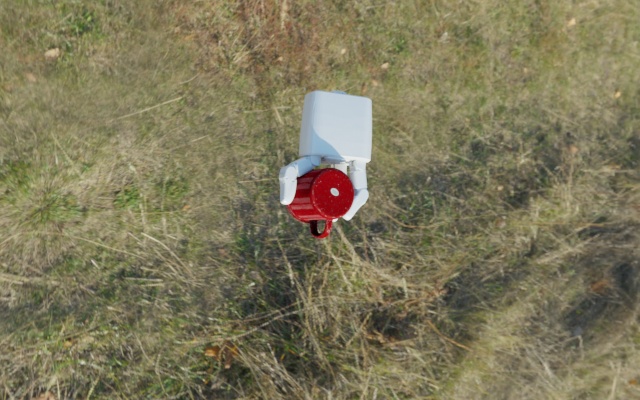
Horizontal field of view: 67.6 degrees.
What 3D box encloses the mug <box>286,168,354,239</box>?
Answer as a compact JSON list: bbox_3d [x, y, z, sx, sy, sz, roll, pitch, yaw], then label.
[{"bbox_3d":[0.000,0.004,0.768,0.093,0.117,0.081,4,-4,-30],"label":"mug"}]
